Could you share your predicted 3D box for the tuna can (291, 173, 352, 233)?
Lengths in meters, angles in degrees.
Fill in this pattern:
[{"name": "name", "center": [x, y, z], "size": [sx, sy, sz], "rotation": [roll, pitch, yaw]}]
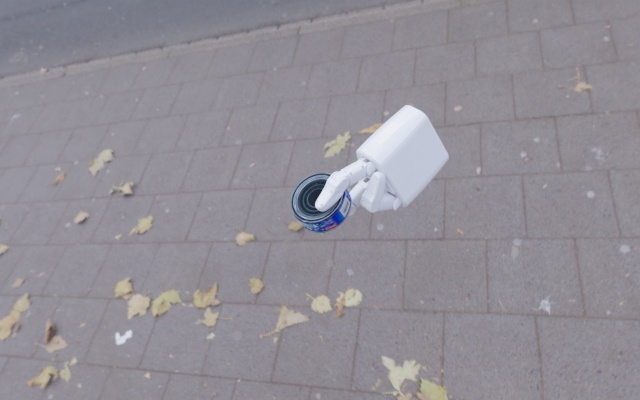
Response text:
[{"name": "tuna can", "center": [0.000, 0.002, 0.702], "size": [0.086, 0.086, 0.034], "rotation": [0, -28, 25]}]
